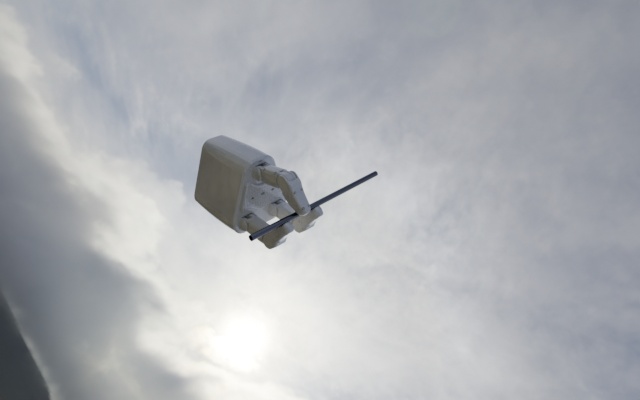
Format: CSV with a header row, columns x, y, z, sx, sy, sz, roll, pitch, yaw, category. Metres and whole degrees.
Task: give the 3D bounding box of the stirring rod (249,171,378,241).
x,y,z,sx,sy,sz,roll,pitch,yaw,category
0.000,0.002,0.644,0.239,0.011,0.011,-27,18,-39,stirring rod
